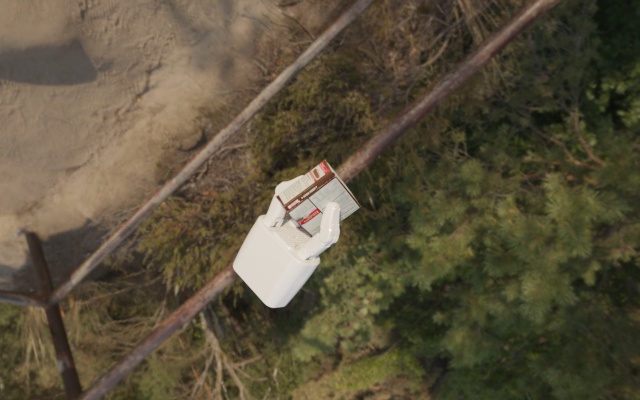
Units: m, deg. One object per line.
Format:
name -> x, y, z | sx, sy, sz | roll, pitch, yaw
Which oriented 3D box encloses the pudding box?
pudding box -> 0.000, 0.002, 0.710 | 0.090, 0.039, 0.113 | -37, -33, 4
